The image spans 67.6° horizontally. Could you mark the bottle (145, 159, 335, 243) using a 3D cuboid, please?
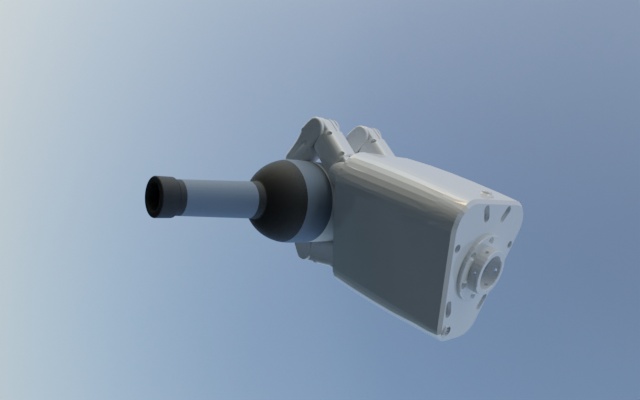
[{"bbox_3d":[0.000,0.001,0.406,0.296,0.069,0.069,2,-1,-43],"label":"bottle"}]
